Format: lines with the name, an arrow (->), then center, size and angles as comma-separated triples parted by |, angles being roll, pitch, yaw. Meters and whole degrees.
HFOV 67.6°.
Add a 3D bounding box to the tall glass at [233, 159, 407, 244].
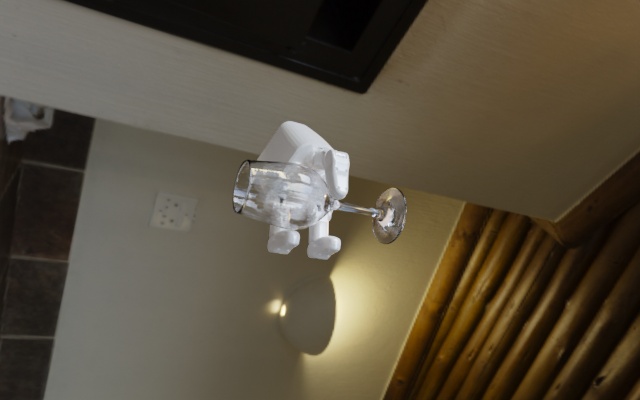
tall glass -> 0.001, 0.002, 0.573 | 0.201, 0.079, 0.079 | 11, -5, -25
